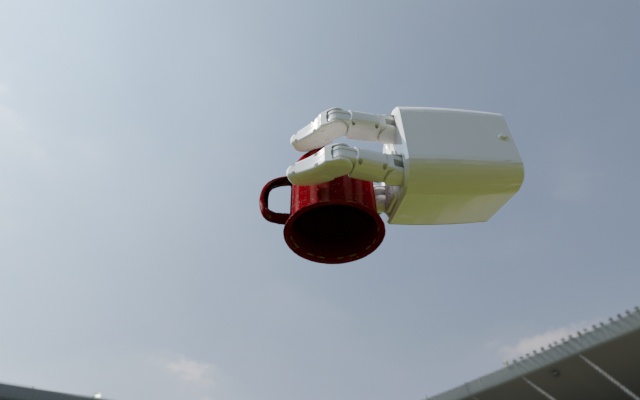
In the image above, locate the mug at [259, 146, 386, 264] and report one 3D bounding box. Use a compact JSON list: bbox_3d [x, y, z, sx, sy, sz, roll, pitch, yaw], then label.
[{"bbox_3d":[-0.001,0.001,0.460,0.117,0.081,0.093,2,-42,-4],"label":"mug"}]
